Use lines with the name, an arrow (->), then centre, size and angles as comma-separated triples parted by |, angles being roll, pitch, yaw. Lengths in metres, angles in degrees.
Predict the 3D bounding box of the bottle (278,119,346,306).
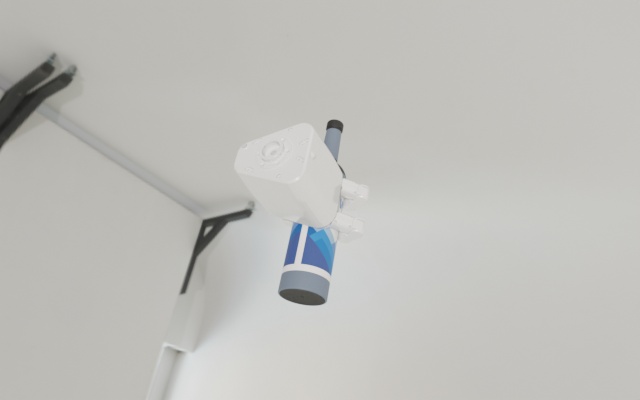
bottle -> 0.000, 0.003, 0.702 | 0.069, 0.295, 0.069 | 8, -30, 5
